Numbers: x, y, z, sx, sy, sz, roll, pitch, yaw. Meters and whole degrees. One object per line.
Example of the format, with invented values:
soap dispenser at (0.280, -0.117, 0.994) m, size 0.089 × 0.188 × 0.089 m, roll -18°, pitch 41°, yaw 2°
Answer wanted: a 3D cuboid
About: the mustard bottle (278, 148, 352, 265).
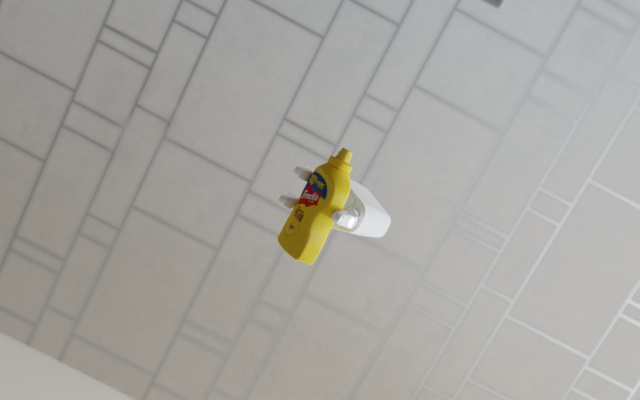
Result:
mustard bottle at (0.000, 0.003, 0.783) m, size 0.058 × 0.191 × 0.096 m, roll 24°, pitch 9°, yaw -28°
